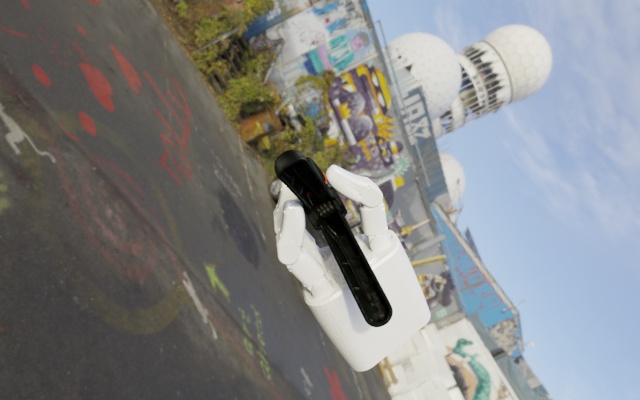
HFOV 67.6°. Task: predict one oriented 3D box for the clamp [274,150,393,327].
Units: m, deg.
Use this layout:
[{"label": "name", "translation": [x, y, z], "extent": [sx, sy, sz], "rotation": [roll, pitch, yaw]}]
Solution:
[{"label": "clamp", "translation": [0.001, 0.001, 0.450], "extent": [0.036, 0.165, 0.210], "rotation": [-28, 24, 3]}]
